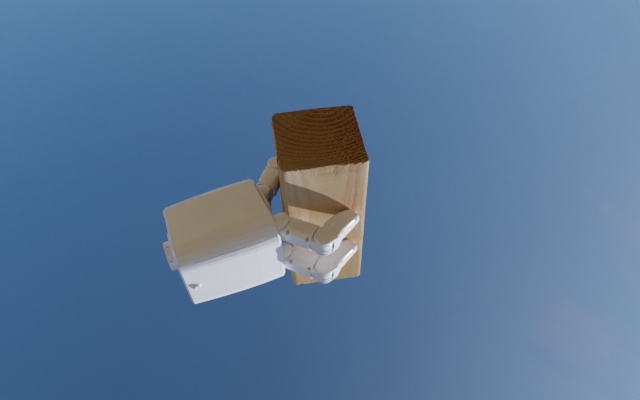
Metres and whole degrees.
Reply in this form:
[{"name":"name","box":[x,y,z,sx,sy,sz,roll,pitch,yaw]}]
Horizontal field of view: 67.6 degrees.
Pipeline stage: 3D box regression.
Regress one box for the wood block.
[{"name":"wood block","box":[0.000,0.002,0.559,0.090,0.090,0.206,-7,-40,-5]}]
